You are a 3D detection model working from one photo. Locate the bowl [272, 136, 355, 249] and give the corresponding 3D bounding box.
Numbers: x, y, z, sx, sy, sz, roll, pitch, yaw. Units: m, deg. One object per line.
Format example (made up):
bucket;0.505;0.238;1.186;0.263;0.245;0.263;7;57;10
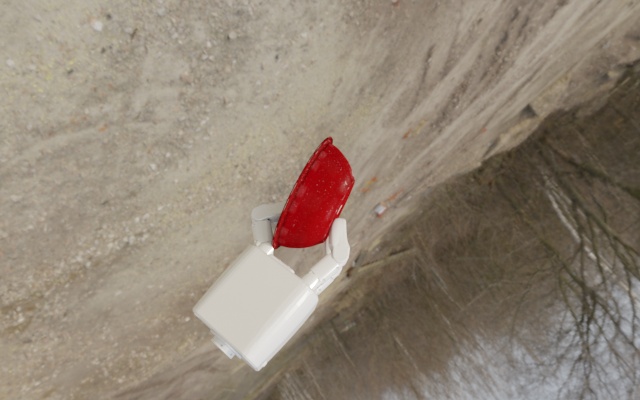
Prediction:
bowl;0.001;0.001;0.613;0.055;0.162;0.162;27;3;6
